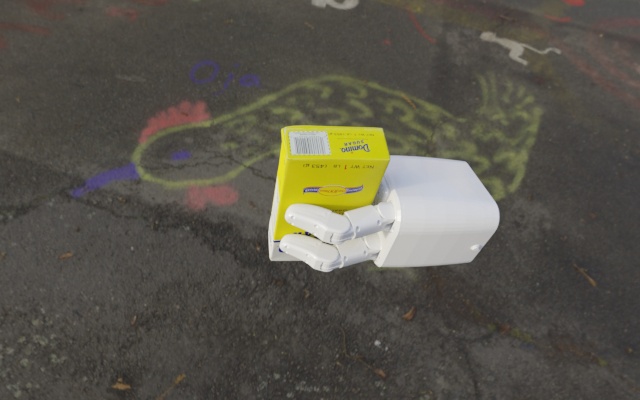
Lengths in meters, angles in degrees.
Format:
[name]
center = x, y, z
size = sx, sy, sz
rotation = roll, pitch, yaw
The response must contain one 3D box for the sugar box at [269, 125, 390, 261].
[sugar box]
center = 0.000, 0.002, 0.478
size = 0.093, 0.048, 0.176
rotation = 0, -38, -10
